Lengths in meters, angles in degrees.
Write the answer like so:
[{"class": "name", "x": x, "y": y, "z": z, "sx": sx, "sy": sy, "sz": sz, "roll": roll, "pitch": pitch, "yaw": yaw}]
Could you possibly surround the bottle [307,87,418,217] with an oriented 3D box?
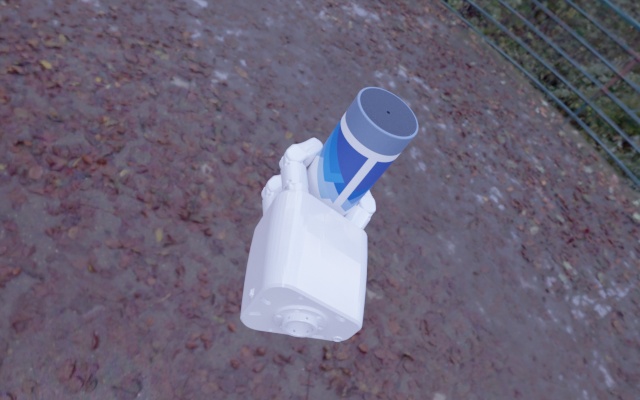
[{"class": "bottle", "x": 0.000, "y": 0.002, "z": 0.547, "sx": 0.069, "sy": 0.069, "sz": 0.296, "roll": 0, "pitch": -35, "yaw": -32}]
